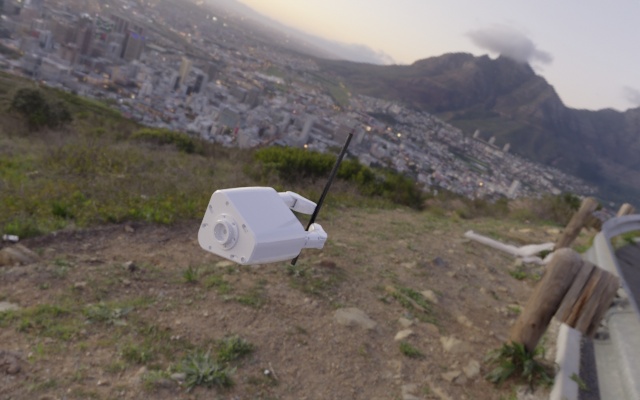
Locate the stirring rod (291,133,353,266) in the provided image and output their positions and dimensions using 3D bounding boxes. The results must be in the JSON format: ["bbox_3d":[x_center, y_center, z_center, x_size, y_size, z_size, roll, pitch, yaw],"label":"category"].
[{"bbox_3d":[0.000,0.003,0.771,0.011,0.239,0.011,22,17,-7],"label":"stirring rod"}]
